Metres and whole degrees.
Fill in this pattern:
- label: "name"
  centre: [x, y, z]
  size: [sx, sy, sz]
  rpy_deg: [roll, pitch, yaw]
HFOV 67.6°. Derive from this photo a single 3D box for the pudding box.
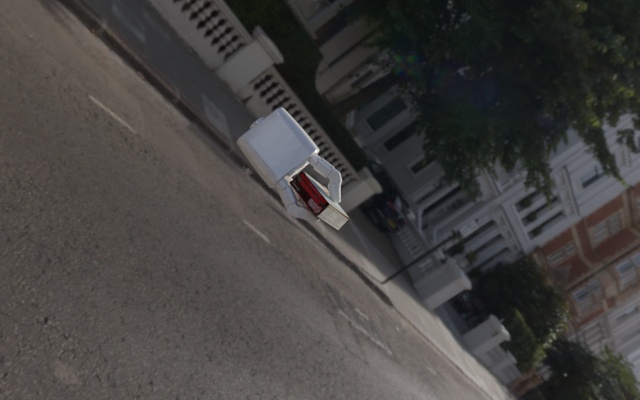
- label: "pudding box"
  centre: [0.000, 0.003, 0.885]
  size: [0.039, 0.090, 0.113]
  rpy_deg: [-42, -28, 8]
